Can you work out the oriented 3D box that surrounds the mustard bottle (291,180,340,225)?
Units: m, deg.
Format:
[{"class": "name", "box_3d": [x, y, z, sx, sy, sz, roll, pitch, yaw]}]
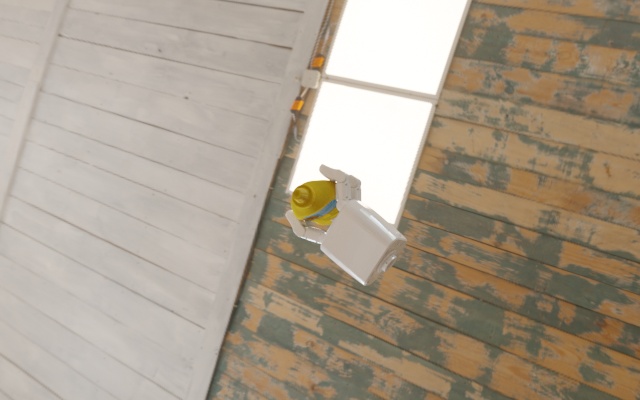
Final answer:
[{"class": "mustard bottle", "box_3d": [0.000, 0.003, 0.874, 0.096, 0.058, 0.191, -30, -18, 18]}]
